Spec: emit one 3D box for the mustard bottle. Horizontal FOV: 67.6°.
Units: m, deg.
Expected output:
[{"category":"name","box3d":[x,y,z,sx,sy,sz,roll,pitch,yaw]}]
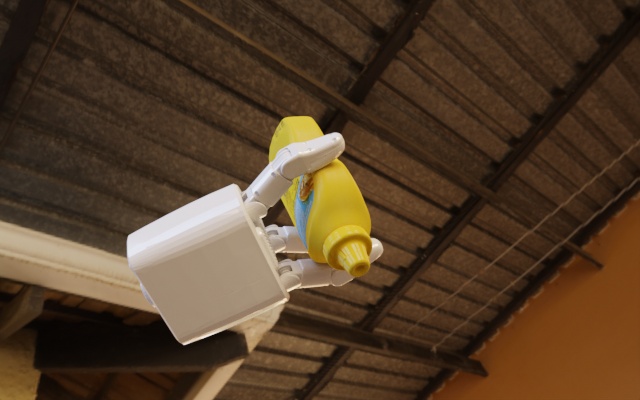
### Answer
[{"category":"mustard bottle","box3d":[0.000,0.001,0.451,0.058,0.096,0.191,-5,35,-19]}]
